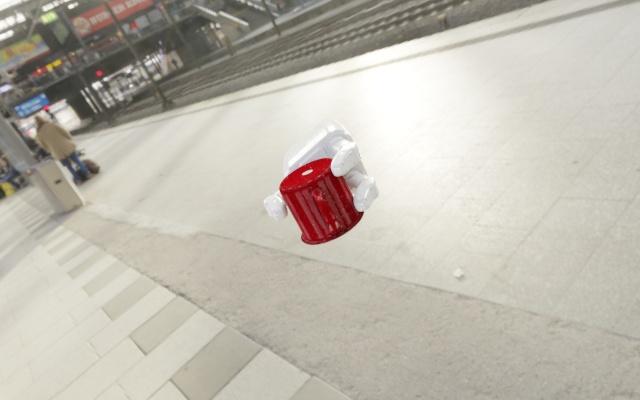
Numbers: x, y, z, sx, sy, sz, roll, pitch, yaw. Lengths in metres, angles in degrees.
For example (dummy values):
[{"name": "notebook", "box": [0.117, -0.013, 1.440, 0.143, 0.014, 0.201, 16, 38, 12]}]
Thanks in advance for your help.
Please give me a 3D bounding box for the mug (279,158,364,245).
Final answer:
[{"name": "mug", "box": [0.000, 0.002, 0.608, 0.093, 0.081, 0.117, -27, 21, 2]}]
